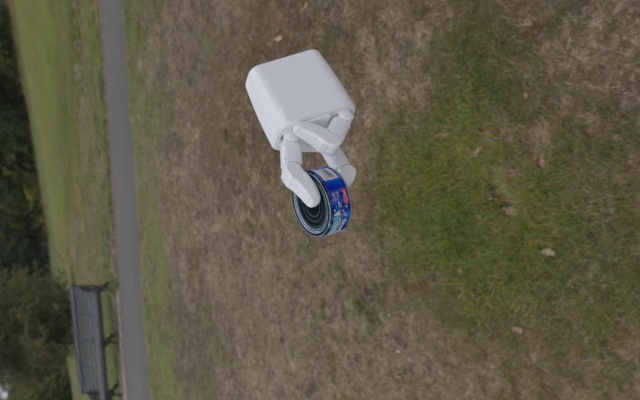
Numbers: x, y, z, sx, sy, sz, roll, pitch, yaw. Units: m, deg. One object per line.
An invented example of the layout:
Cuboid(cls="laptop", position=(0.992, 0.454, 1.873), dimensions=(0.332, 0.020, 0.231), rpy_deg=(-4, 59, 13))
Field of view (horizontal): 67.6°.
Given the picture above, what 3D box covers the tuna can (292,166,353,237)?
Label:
Cuboid(cls="tuna can", position=(0.000, 0.002, 0.597), dimensions=(0.034, 0.086, 0.086), rpy_deg=(-15, 9, -34))
